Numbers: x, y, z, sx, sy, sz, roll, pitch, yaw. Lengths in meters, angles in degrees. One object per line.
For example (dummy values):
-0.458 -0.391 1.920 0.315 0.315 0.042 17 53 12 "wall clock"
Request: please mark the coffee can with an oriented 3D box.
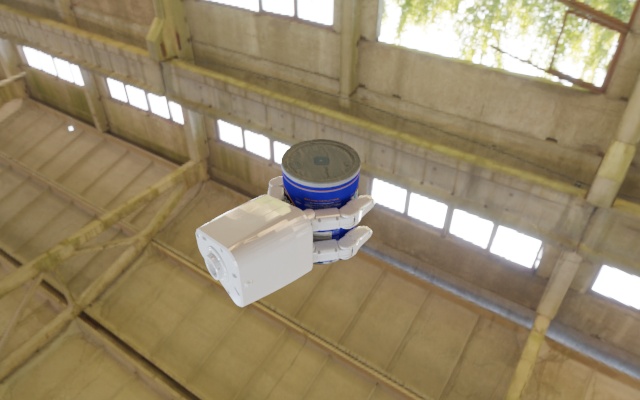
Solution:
0.000 0.002 0.653 0.103 0.140 0.102 0 39 0 "coffee can"
